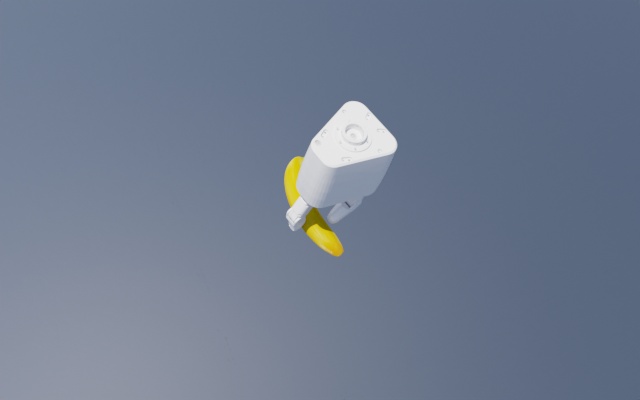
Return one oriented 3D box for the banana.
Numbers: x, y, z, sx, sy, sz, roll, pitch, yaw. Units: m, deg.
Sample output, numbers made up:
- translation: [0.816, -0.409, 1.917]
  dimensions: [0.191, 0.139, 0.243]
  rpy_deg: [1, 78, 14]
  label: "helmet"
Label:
- translation: [-0.018, 0.001, 0.767]
  dimensions: [0.069, 0.197, 0.037]
  rpy_deg: [-5, -28, -21]
  label: "banana"
